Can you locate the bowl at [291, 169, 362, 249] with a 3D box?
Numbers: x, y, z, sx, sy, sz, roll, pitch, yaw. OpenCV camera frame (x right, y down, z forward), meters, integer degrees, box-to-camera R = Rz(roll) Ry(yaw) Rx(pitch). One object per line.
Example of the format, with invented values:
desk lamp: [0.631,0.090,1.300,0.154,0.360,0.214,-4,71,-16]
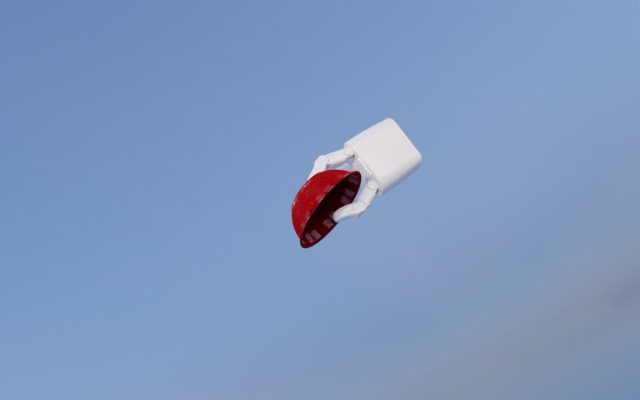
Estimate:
bowl: [-0.001,0.003,0.818,0.055,0.162,0.162,37,13,18]
